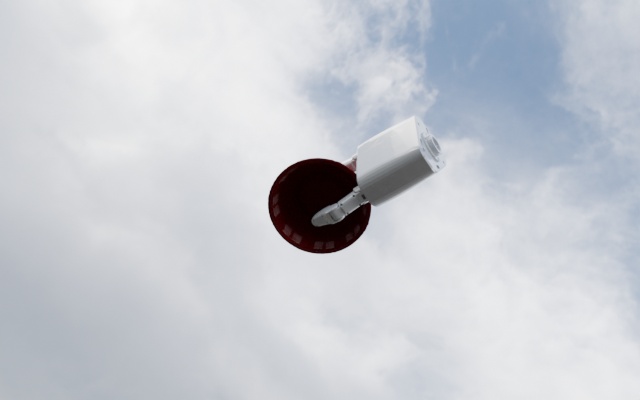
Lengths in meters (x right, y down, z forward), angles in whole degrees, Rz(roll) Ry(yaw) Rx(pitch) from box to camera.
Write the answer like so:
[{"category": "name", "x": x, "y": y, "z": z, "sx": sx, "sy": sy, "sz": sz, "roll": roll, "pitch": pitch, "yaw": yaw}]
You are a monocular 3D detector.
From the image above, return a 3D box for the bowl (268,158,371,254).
[{"category": "bowl", "x": -0.001, "y": 0.003, "z": 0.764, "sx": 0.162, "sy": 0.162, "sz": 0.055, "roll": 0, "pitch": 22, "yaw": 6}]
